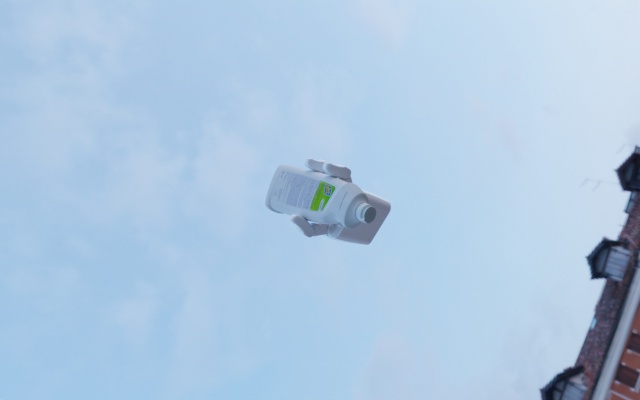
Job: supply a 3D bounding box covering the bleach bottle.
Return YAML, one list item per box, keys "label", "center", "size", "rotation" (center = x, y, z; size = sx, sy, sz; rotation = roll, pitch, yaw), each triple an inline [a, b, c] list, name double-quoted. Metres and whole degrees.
- label: "bleach bottle"
  center: [0.000, 0.003, 0.877]
  size: [0.068, 0.102, 0.250]
  rotation: [16, 3, -42]
